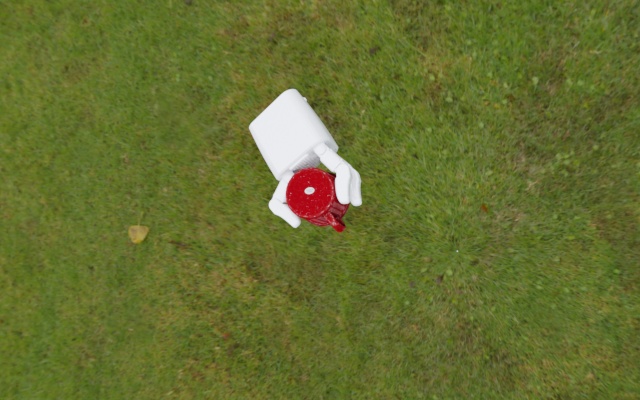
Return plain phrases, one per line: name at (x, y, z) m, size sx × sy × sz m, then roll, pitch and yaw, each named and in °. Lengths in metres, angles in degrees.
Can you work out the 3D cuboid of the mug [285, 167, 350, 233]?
mug at (0.001, 0.004, 0.764) m, size 0.093 × 0.117 × 0.081 m, roll -36°, pitch -15°, yaw 10°
